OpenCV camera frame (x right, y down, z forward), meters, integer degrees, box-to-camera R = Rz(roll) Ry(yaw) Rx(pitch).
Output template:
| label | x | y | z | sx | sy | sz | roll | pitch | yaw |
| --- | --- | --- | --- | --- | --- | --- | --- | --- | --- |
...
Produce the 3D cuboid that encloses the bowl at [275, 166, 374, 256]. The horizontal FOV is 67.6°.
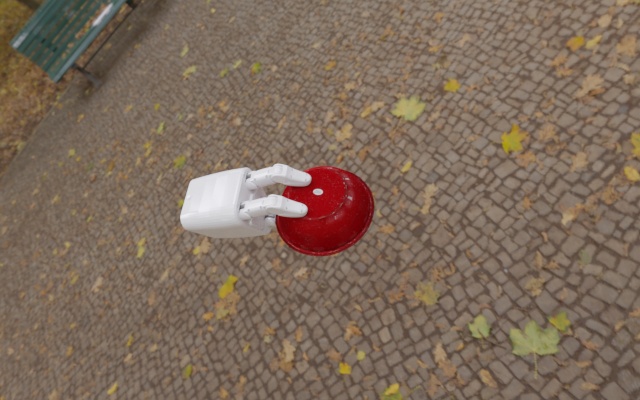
| label | x | y | z | sx | sy | sz | roll | pitch | yaw |
| --- | --- | --- | --- | --- | --- | --- | --- | --- | --- |
| bowl | 0.001 | 0.002 | 0.737 | 0.162 | 0.162 | 0.055 | 0 | -31 | 14 |
